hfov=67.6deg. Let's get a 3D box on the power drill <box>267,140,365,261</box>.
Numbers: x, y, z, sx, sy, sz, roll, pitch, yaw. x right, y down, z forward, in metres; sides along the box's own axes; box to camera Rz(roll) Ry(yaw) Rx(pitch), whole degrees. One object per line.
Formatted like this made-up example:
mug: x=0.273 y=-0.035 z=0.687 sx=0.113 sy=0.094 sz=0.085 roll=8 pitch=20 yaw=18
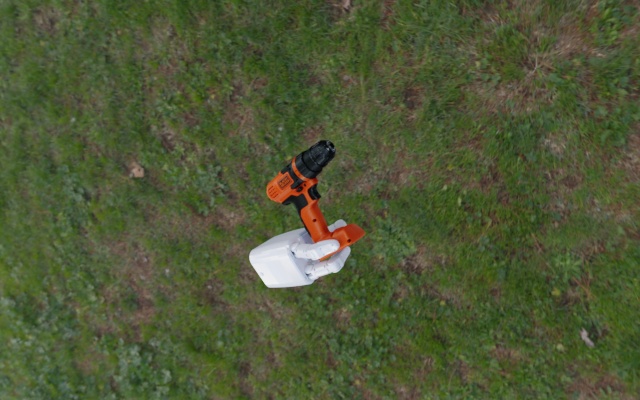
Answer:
power drill: x=0.000 y=0.003 z=0.872 sx=0.057 sy=0.187 sz=0.184 roll=-26 pitch=-7 yaw=-47
